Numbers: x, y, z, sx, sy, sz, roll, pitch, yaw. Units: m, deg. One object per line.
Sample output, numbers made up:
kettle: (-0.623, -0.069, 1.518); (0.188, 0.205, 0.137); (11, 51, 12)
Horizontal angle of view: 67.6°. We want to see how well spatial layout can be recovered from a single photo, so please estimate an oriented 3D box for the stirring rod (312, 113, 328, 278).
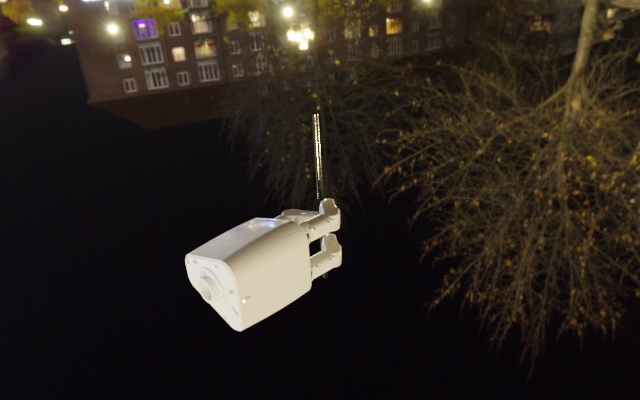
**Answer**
stirring rod: (0.000, 0.002, 0.634); (0.011, 0.240, 0.011); (-3, 27, 1)
